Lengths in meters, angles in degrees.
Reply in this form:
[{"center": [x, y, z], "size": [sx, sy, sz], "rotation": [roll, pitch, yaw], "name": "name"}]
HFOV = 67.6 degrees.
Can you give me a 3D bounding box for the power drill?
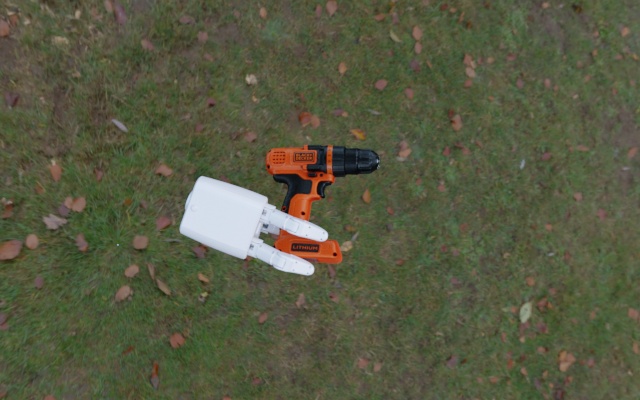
[{"center": [0.000, 0.003, 0.752], "size": [0.184, 0.187, 0.057], "rotation": [0, -17, 10], "name": "power drill"}]
